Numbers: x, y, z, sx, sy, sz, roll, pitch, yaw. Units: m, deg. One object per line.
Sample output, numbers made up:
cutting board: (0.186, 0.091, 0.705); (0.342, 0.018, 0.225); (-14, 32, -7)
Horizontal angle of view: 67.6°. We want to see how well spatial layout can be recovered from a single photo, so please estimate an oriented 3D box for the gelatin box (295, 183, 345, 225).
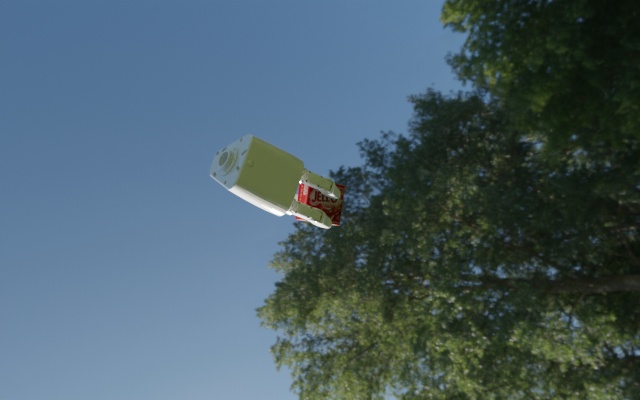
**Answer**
gelatin box: (0.000, 0.003, 0.838); (0.089, 0.073, 0.030); (11, -5, -43)
